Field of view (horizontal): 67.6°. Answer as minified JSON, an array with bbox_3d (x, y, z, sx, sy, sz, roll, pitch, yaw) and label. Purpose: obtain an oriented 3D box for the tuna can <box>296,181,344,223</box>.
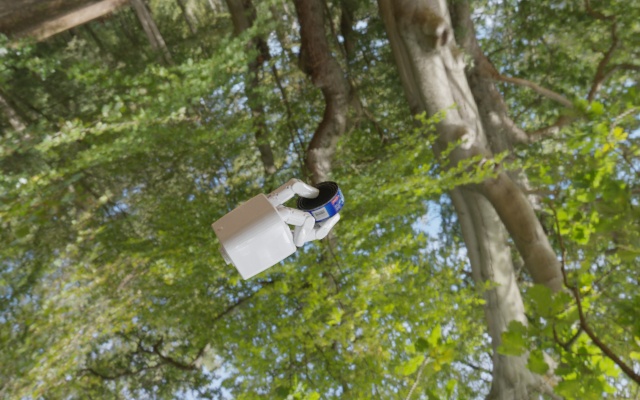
[{"bbox_3d":[0.000,0.003,0.878,0.086,0.034,0.086,-21,29,13],"label":"tuna can"}]
